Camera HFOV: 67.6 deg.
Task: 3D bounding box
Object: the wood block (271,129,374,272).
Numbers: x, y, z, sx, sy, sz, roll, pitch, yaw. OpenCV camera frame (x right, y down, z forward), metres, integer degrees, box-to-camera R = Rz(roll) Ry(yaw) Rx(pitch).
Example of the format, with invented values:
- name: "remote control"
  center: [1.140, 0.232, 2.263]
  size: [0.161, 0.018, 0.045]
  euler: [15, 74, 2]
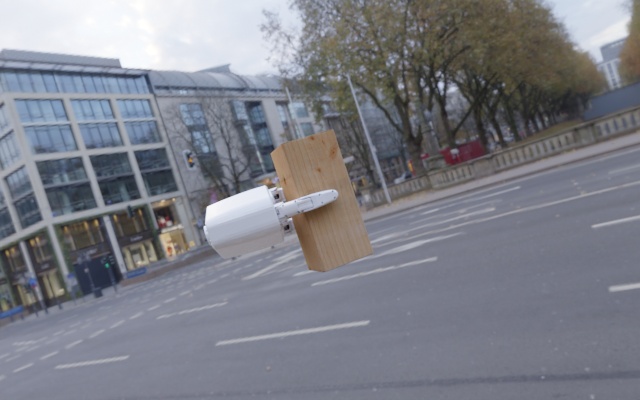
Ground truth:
- name: "wood block"
  center: [0.000, 0.003, 0.774]
  size: [0.090, 0.206, 0.091]
  euler: [-19, 1, -18]
